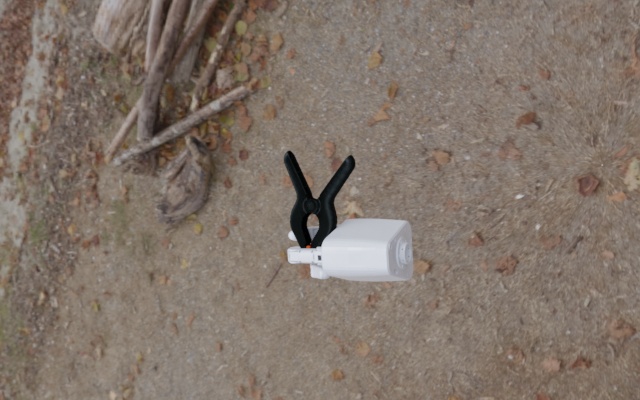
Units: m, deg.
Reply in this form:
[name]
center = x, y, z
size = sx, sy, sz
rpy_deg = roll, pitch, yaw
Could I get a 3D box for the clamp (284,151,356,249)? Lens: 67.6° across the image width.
[clamp]
center = 0.000, 0.003, 0.752
size = 0.120, 0.171, 0.039
rpy_deg = -3, 2, 30
